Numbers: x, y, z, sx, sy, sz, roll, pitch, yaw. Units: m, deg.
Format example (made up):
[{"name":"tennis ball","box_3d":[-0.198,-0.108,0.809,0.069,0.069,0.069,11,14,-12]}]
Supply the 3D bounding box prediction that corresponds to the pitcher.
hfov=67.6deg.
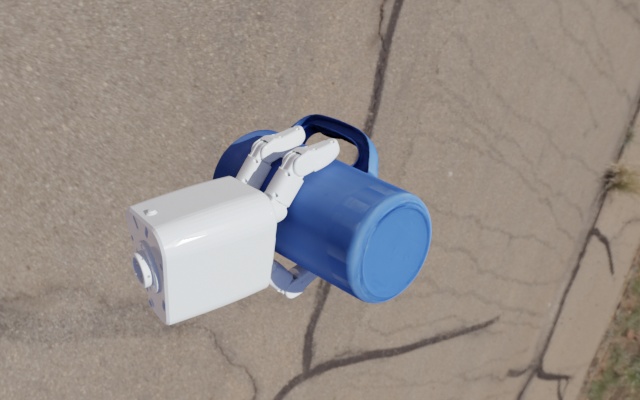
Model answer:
[{"name":"pitcher","box_3d":[0.000,0.002,0.514,0.145,0.149,0.242,-18,28,-34]}]
